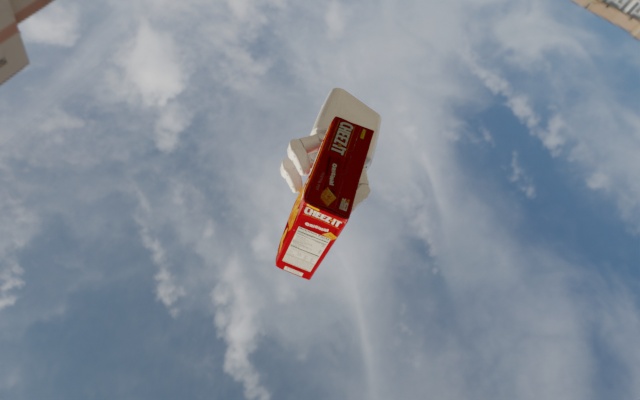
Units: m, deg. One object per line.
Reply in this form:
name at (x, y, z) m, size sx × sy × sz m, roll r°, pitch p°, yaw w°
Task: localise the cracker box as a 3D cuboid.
cracker box at (0.000, 0.003, 0.734) m, size 0.072 × 0.164 × 0.214 m, roll 21°, pitch -34°, yaw -4°
